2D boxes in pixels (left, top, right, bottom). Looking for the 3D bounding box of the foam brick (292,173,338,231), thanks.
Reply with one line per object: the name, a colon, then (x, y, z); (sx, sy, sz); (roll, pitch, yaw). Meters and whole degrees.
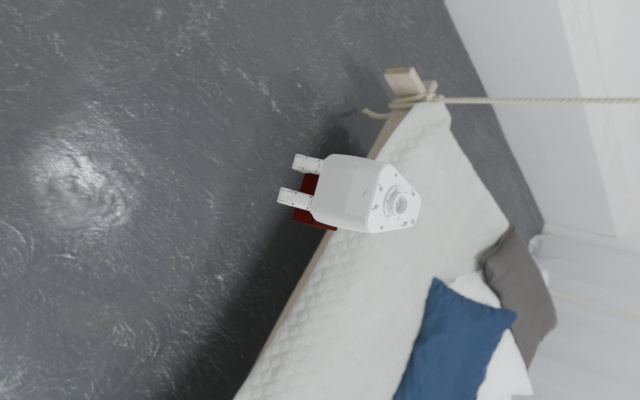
foam brick: (0.000, 0.003, 0.727); (0.053, 0.078, 0.051); (17, -2, -40)
